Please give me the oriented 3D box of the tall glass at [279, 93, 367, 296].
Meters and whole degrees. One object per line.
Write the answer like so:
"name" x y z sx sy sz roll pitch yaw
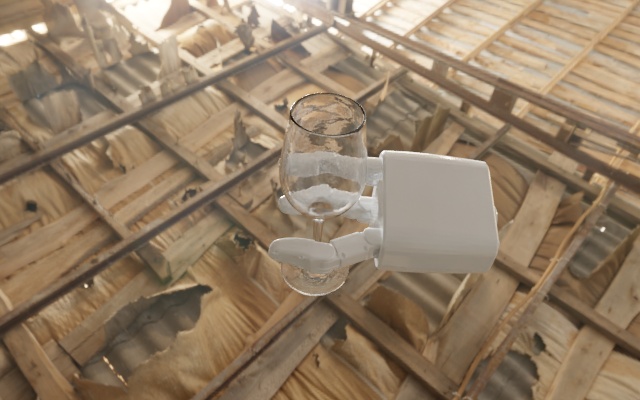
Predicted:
"tall glass" 0.000 0.002 0.450 0.079 0.201 0.079 2 44 -2
